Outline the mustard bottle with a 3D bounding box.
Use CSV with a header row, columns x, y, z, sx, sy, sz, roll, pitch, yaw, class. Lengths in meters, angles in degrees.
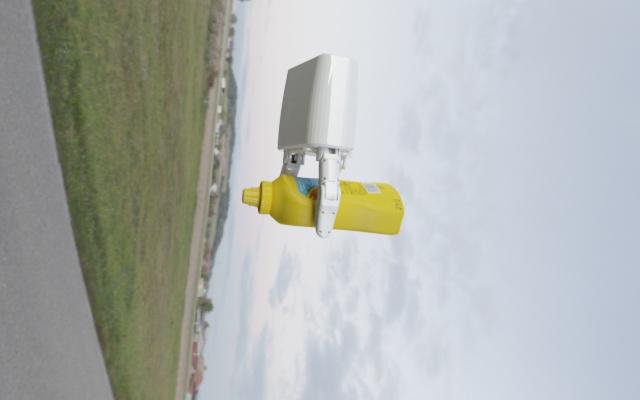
x,y,z,sx,sy,sz,roll,pitch,yaw,class
0.000,0.002,0.590,0.191,0.058,0.096,5,23,-14,mustard bottle
